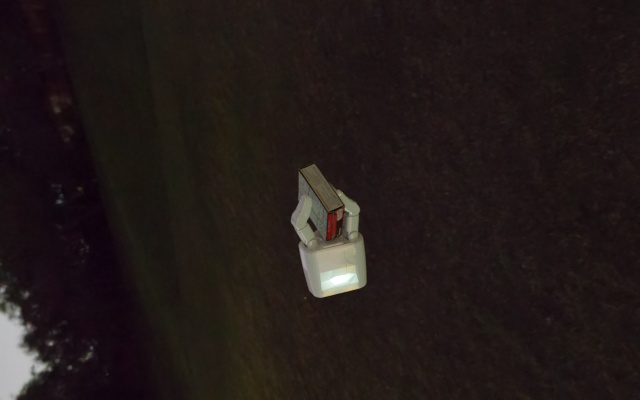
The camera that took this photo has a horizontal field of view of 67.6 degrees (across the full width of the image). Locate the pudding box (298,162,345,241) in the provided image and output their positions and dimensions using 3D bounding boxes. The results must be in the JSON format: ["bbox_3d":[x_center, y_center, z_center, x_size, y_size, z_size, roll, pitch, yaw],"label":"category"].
[{"bbox_3d":[0.000,0.003,0.846,0.039,0.113,0.090,-23,-33,-20],"label":"pudding box"}]
